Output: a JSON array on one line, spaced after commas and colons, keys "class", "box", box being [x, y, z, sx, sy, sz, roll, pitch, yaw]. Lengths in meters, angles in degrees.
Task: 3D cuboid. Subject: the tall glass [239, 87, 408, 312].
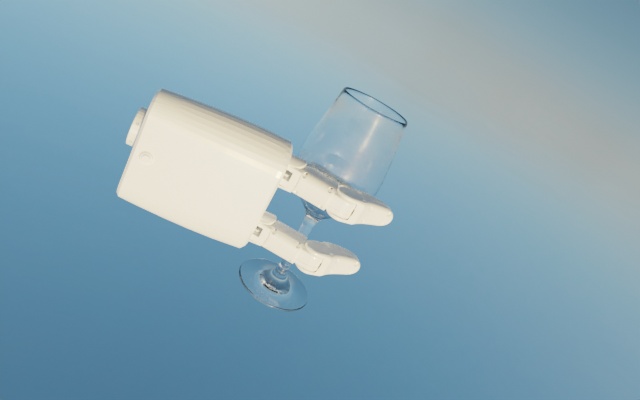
[{"class": "tall glass", "box": [0.000, 0.002, 0.432, 0.079, 0.201, 0.079, 26, 21, -11]}]
